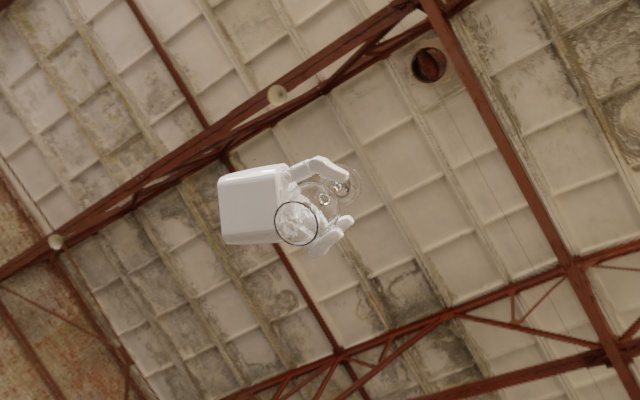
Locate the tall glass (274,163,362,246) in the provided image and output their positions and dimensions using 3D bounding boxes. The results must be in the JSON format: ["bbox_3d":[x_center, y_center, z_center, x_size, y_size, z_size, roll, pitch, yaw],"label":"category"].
[{"bbox_3d":[0.000,0.002,0.702,0.079,0.079,0.201,0,16,20],"label":"tall glass"}]
